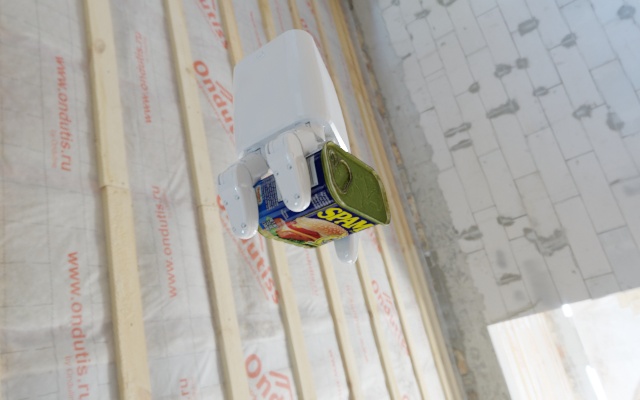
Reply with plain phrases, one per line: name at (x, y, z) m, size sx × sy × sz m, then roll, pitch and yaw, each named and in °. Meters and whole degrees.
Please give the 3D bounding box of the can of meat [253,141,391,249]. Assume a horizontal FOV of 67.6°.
can of meat at (0.000, 0.002, 0.418) m, size 0.084 × 0.057 × 0.102 m, roll -23°, pitch -26°, yaw 27°
